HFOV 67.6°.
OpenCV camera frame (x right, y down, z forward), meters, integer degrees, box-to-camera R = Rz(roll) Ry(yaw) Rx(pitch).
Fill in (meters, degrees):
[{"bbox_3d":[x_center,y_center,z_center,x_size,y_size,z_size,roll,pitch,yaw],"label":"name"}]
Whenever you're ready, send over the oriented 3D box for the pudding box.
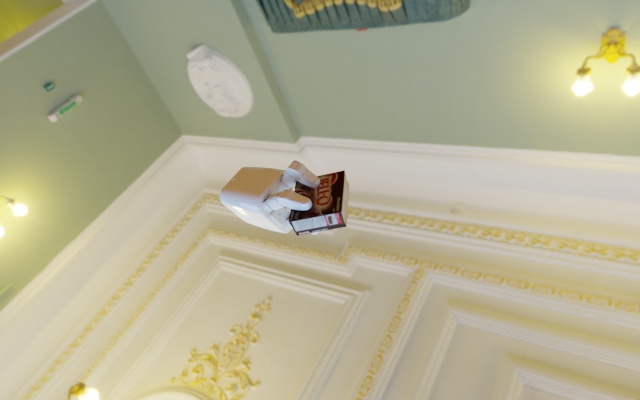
[{"bbox_3d":[0.000,0.003,0.800,0.090,0.039,0.113,-12,40,15],"label":"pudding box"}]
